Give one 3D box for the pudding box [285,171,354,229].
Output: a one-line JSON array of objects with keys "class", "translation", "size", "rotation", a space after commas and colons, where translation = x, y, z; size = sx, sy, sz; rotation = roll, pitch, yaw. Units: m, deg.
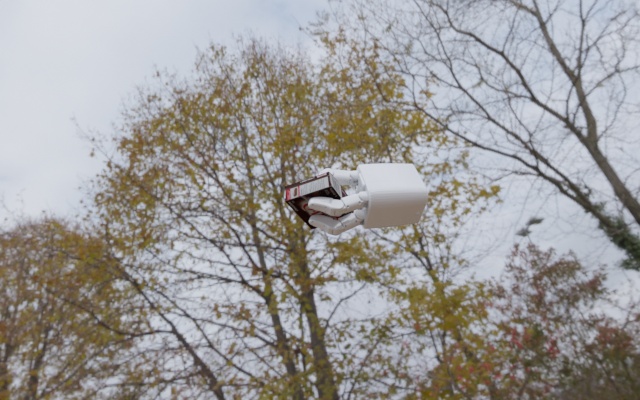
[{"class": "pudding box", "translation": [0.000, 0.003, 0.855], "size": [0.090, 0.039, 0.113], "rotation": [-19, -39, 17]}]
